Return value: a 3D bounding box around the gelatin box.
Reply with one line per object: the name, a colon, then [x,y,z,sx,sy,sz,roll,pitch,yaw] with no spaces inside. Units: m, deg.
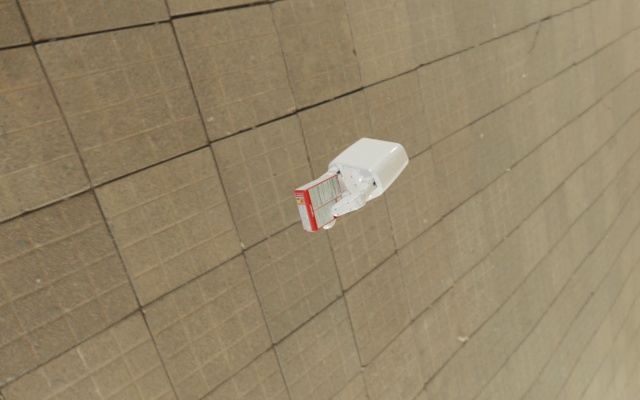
gelatin box: [0.000,0.003,0.811,0.030,0.073,0.089,1,21,41]
